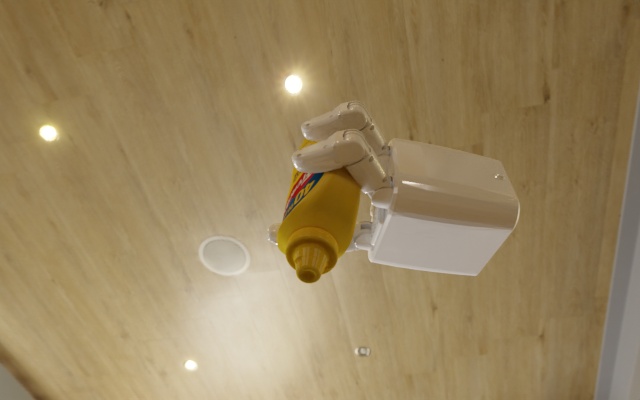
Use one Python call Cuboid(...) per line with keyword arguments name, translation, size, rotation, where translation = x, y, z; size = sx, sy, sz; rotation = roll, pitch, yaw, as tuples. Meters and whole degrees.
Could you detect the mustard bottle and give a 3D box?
Cuboid(name="mustard bottle", translation=(0.000, 0.001, 0.427), size=(0.058, 0.096, 0.191), rotation=(30, 32, -15))
